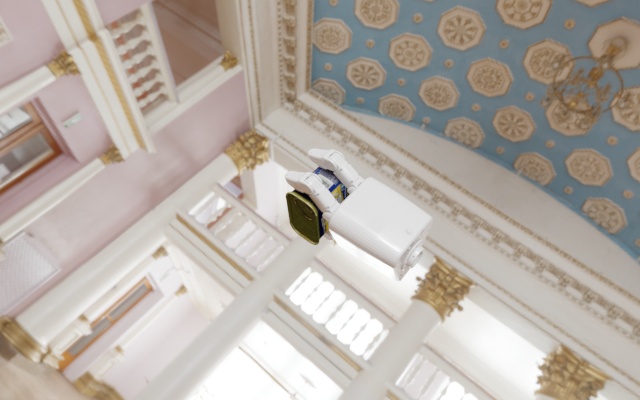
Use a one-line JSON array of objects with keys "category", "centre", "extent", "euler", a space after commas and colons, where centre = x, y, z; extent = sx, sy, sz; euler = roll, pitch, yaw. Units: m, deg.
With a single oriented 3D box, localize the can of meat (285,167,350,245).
[{"category": "can of meat", "centre": [0.000, 0.002, 0.704], "extent": [0.057, 0.084, 0.102], "euler": [33, -29, 25]}]
